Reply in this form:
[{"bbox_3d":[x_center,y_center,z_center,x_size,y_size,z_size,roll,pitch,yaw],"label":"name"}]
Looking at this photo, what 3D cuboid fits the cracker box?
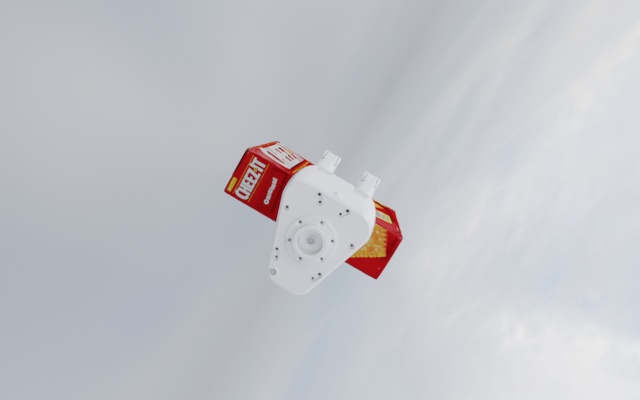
[{"bbox_3d":[0.000,0.002,0.639,0.213,0.072,0.164,31,11,0],"label":"cracker box"}]
